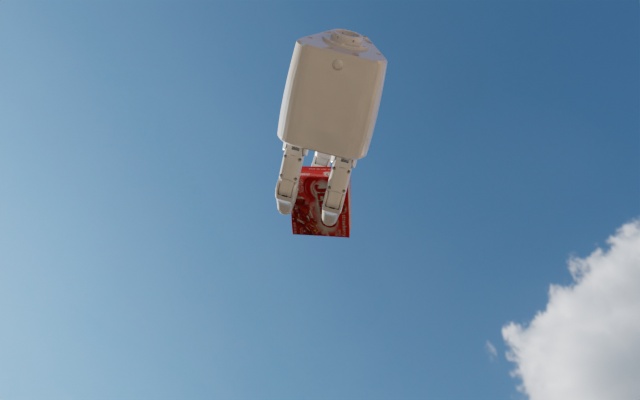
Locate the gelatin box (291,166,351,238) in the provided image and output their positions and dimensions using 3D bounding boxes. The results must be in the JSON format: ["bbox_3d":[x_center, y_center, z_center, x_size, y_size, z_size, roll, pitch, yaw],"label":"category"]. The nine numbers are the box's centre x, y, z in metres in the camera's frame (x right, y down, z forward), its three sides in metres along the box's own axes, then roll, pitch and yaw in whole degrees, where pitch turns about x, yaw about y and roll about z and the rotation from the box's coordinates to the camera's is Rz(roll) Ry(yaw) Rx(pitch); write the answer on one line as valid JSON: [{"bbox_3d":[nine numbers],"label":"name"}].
[{"bbox_3d":[0.000,0.002,0.584,0.073,0.089,0.030,3,34,8],"label":"gelatin box"}]
